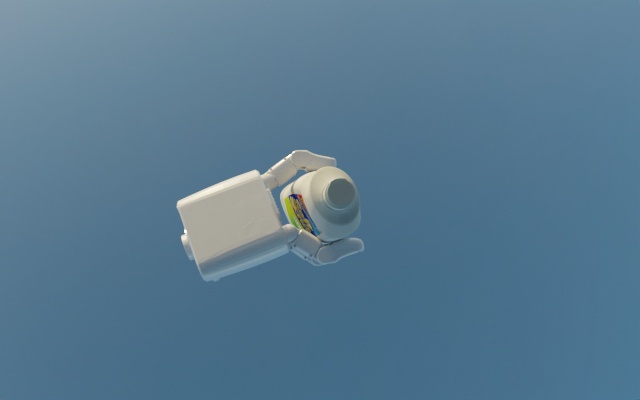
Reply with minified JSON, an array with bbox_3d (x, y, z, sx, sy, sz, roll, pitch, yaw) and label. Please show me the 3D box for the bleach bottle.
[{"bbox_3d":[0.000,0.002,0.588,0.068,0.102,0.251,-23,-5,-10],"label":"bleach bottle"}]
